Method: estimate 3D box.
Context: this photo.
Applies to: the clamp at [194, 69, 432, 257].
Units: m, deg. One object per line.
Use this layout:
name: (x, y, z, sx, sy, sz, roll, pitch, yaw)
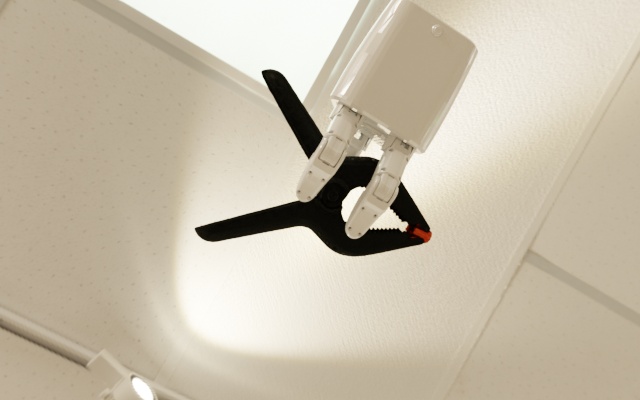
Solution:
clamp: (0.001, 0.001, 0.441, 0.210, 0.164, 0.036, 30, 2, -8)
